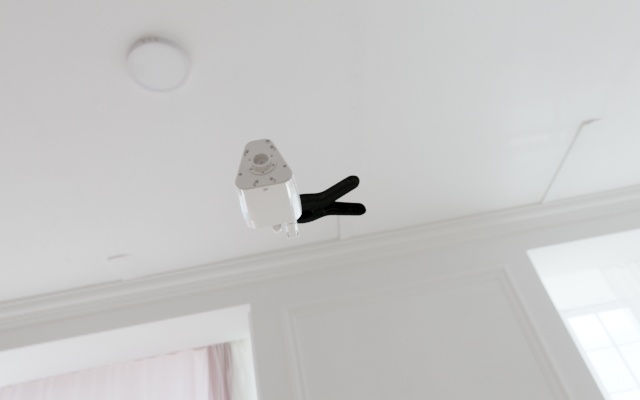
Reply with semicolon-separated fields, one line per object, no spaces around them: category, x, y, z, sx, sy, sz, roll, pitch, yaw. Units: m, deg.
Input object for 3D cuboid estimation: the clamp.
clamp;0.000;0.002;0.860;0.171;0.039;0.120;-11;-37;-4
